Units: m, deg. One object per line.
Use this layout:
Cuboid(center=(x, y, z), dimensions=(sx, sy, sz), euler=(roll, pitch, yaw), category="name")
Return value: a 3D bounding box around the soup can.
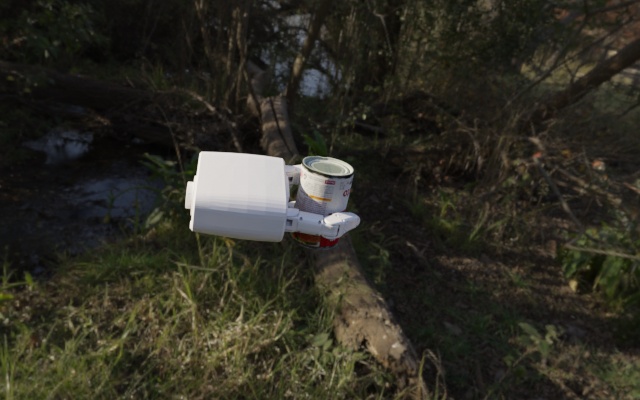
Cuboid(center=(0.001, 0.002, 0.609), dimensions=(0.068, 0.102, 0.068), euler=(10, 23, -4), category="soup can")
